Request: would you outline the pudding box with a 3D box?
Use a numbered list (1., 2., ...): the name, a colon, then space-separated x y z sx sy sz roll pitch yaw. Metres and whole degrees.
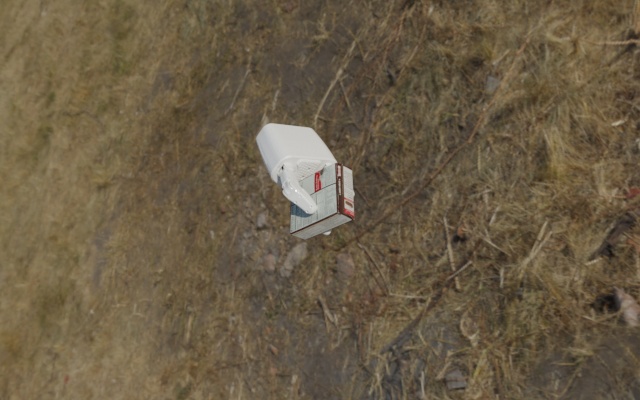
1. pudding box: 0.000 0.002 0.747 0.039 0.090 0.113 20 -33 -38
